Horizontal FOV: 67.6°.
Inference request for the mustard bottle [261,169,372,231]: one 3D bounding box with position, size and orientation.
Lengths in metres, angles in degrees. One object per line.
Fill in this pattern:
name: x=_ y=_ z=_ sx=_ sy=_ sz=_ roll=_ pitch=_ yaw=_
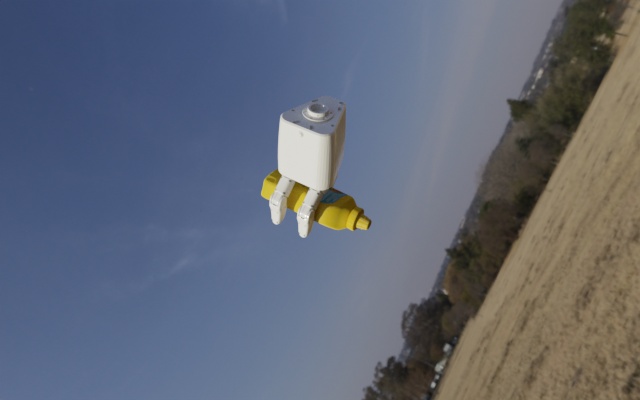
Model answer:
mustard bottle: x=0.000 y=0.003 z=0.825 sx=0.191 sy=0.058 sz=0.096 roll=24 pitch=23 yaw=20
